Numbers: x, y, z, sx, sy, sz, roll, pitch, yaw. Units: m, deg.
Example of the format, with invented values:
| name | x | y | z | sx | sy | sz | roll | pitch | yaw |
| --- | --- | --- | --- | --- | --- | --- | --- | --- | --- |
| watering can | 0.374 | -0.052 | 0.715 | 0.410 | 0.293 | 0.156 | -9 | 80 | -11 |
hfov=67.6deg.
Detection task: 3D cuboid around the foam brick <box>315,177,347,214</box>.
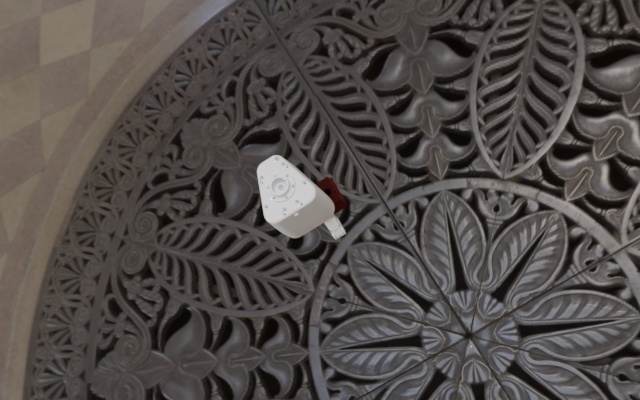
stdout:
| name | x | y | z | sx | sy | sz | roll | pitch | yaw |
| --- | --- | --- | --- | --- | --- | --- | --- | --- | --- |
| foam brick | 0.000 | 0.003 | 0.868 | 0.078 | 0.053 | 0.051 | -32 | -20 | 6 |
